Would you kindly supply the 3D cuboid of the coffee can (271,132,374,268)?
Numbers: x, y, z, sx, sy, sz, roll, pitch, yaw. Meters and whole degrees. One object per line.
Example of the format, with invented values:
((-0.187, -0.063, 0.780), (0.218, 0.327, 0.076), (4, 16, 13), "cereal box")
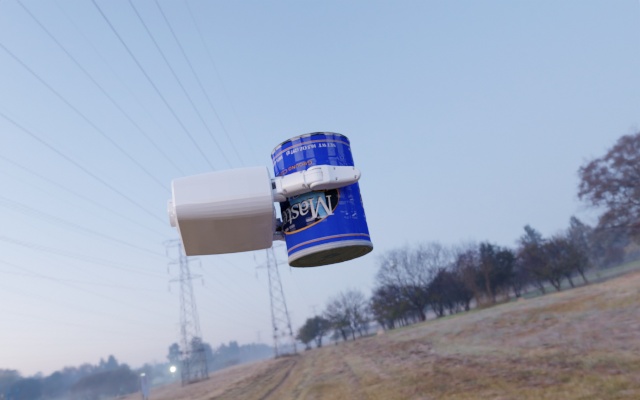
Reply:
((0.000, 0.002, 0.583), (0.103, 0.140, 0.103), (-10, -17, -3), "coffee can")
